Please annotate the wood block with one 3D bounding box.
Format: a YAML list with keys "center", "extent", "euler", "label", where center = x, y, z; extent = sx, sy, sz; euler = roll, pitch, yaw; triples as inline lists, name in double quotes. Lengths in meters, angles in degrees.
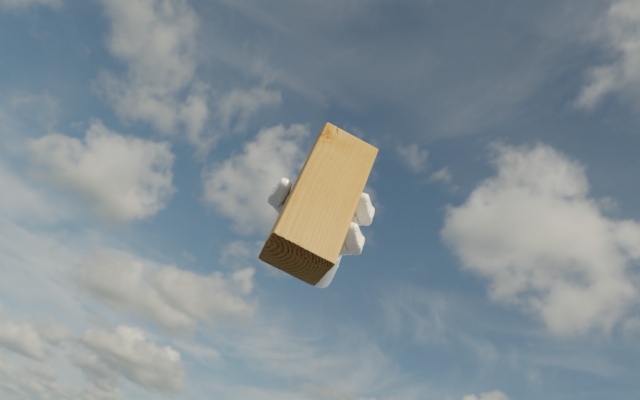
- center: [0.000, 0.002, 0.684]
  extent: [0.091, 0.206, 0.090]
  euler: [27, -34, -5]
  label: "wood block"
